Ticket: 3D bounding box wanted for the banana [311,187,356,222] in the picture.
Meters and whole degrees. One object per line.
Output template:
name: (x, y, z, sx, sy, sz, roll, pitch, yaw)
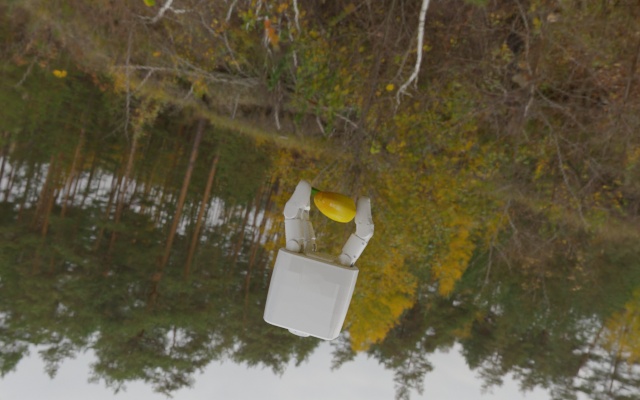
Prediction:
banana: (0.018, 0.007, 0.662, 0.069, 0.037, 0.198, 17, 0, -5)
